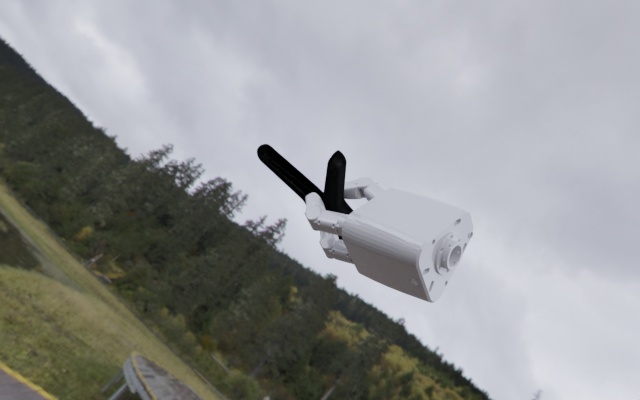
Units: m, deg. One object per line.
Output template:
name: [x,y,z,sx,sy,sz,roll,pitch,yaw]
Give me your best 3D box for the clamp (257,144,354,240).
clamp: [0.001,0.002,0.673,0.164,0.210,0.036,19,56,42]
